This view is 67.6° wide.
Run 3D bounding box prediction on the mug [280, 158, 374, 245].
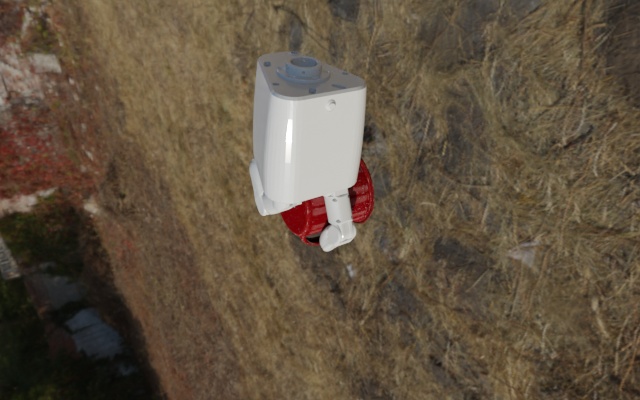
[{"bbox_3d":[0.000,0.003,0.547,0.081,0.117,0.093,-16,40,-27],"label":"mug"}]
